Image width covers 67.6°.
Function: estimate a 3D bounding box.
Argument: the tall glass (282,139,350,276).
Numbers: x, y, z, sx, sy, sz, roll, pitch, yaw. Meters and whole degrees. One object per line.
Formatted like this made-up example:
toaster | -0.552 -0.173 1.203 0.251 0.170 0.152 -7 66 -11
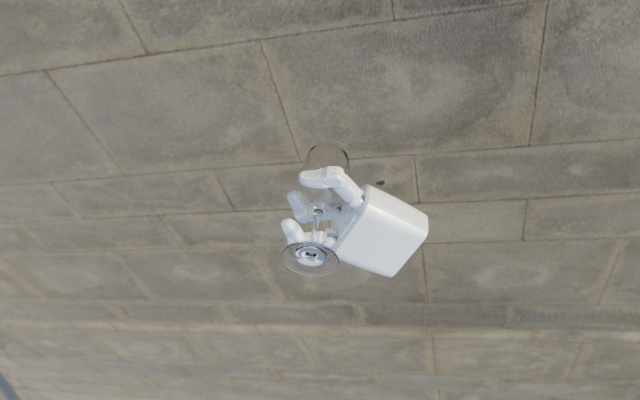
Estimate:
tall glass | 0.000 0.003 0.673 0.079 0.200 0.079 5 -41 5
